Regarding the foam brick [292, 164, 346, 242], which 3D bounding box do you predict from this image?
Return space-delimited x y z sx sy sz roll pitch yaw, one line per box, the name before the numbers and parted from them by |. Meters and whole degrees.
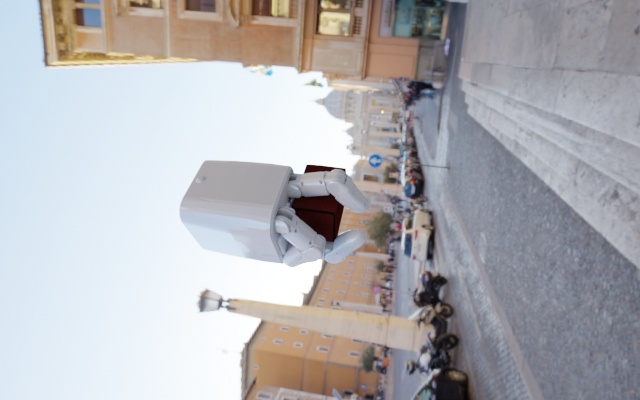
foam brick | 0.000 0.002 0.569 0.051 0.053 0.078 7 46 10
